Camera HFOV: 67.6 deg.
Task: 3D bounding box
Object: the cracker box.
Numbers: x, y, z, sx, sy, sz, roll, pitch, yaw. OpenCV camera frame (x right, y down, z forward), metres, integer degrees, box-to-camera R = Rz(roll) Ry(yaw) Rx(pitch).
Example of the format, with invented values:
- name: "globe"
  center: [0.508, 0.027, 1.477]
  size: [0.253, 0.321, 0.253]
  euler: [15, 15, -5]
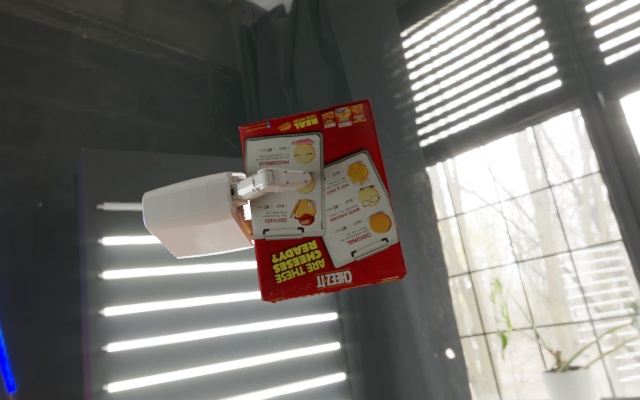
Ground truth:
- name: "cracker box"
  center: [0.000, 0.002, 0.573]
  size: [0.164, 0.213, 0.072]
  euler: [-11, -15, 4]
